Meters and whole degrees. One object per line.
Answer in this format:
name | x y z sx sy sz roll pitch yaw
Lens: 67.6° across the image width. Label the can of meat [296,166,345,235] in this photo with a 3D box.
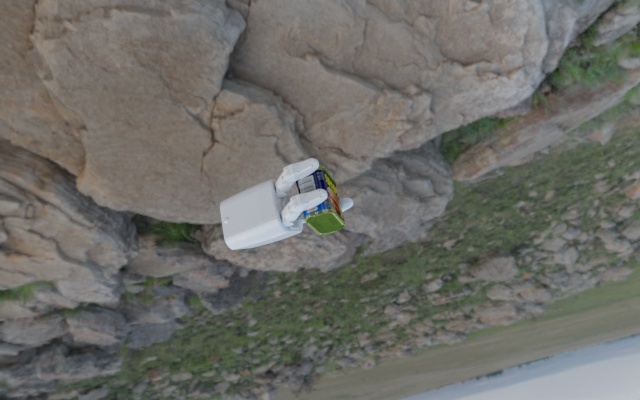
can of meat | 0.000 0.003 0.797 0.057 0.084 0.102 -19 -25 12
